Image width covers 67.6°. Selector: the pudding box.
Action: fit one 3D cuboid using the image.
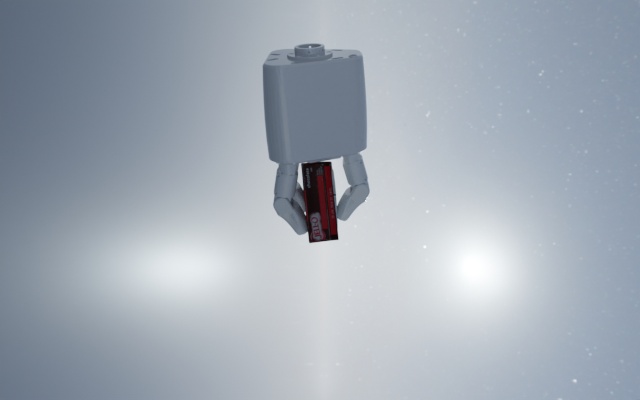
[{"bbox_3d":[0.000,0.002,0.578,0.039,0.090,0.113,-5,0,3],"label":"pudding box"}]
